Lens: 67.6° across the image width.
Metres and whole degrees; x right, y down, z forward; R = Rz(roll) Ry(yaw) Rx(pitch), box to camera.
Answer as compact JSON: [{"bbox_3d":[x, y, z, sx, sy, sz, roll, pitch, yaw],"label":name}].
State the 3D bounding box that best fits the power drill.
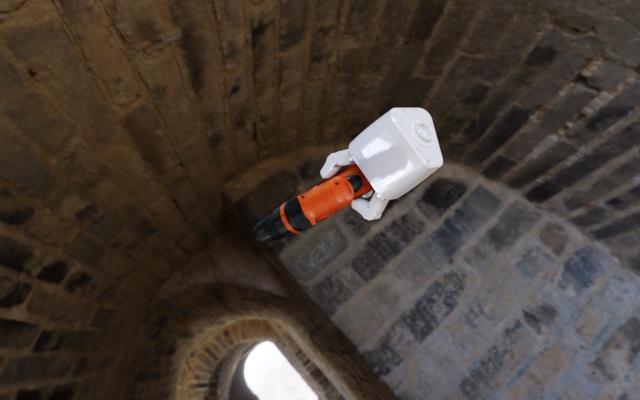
[{"bbox_3d":[0.001,0.002,0.780,0.184,0.057,0.187,-26,4,31],"label":"power drill"}]
